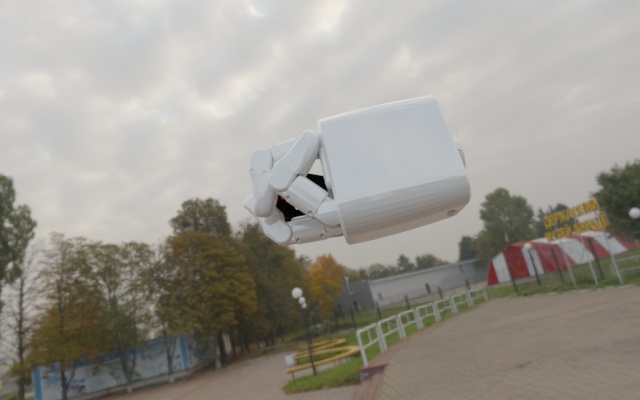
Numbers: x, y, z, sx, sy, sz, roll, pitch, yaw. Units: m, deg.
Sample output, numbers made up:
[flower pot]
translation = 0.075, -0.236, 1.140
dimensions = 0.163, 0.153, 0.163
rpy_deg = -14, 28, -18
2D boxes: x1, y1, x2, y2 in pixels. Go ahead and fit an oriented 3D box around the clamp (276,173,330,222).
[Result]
[clamp]
translation = 0.000, 0.001, 0.510
dimensions = 0.120, 0.039, 0.171
rpy_deg = -14, -12, 3
